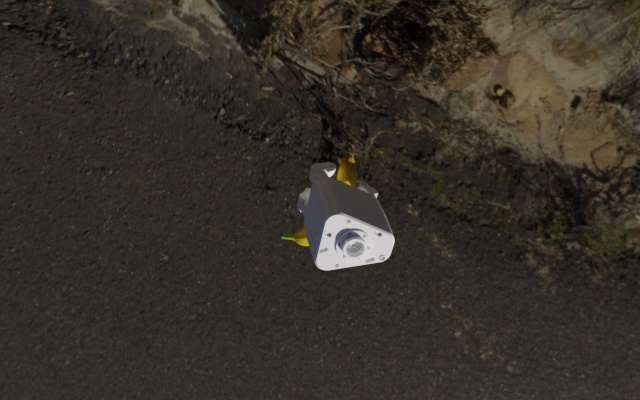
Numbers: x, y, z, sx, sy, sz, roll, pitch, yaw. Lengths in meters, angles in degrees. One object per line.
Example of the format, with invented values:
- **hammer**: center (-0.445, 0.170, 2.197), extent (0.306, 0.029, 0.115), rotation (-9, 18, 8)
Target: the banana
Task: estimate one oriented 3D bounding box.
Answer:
- **banana**: center (0.013, 0.014, 0.818), extent (0.070, 0.198, 0.037), rotation (32, 21, -20)
